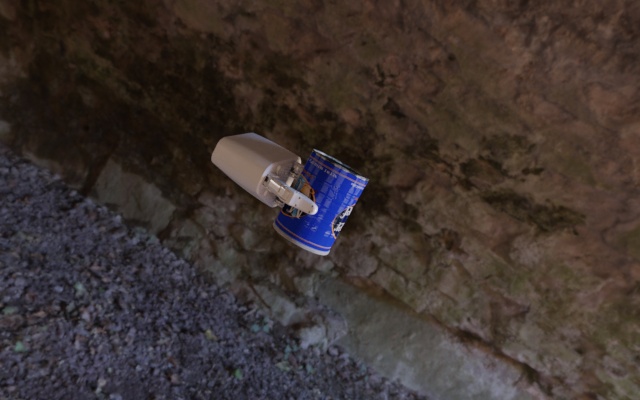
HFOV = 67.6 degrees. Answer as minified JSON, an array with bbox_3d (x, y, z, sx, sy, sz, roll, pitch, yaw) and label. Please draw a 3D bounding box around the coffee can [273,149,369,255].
[{"bbox_3d":[0.000,0.003,0.772,0.103,0.140,0.103,28,8,-4],"label":"coffee can"}]
